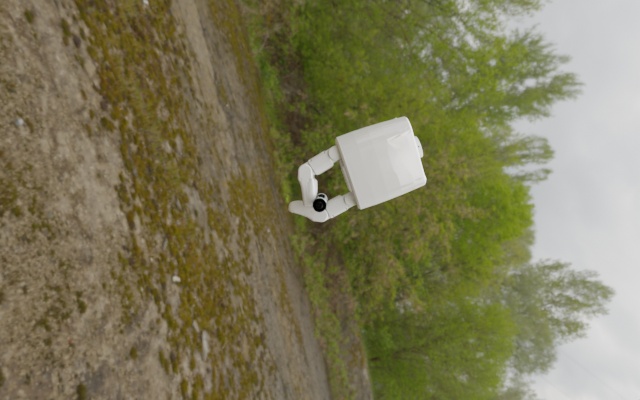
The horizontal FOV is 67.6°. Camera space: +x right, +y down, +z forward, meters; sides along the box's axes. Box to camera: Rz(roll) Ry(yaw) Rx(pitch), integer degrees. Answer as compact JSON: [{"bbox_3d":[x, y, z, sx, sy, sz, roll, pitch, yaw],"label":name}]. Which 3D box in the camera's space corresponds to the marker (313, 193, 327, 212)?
[{"bbox_3d":[0.000,0.002,0.692,0.020,0.020,0.121,0,4,1],"label":"marker"}]
